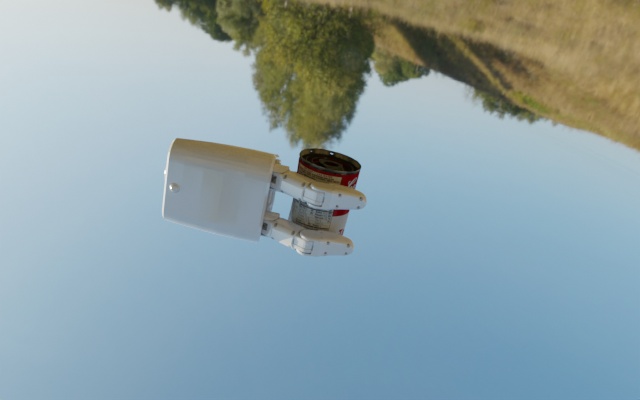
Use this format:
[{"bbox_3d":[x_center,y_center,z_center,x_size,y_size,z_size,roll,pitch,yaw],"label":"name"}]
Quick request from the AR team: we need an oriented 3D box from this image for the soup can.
[{"bbox_3d":[0.001,0.002,0.529,0.068,0.102,0.068,11,22,-5],"label":"soup can"}]
